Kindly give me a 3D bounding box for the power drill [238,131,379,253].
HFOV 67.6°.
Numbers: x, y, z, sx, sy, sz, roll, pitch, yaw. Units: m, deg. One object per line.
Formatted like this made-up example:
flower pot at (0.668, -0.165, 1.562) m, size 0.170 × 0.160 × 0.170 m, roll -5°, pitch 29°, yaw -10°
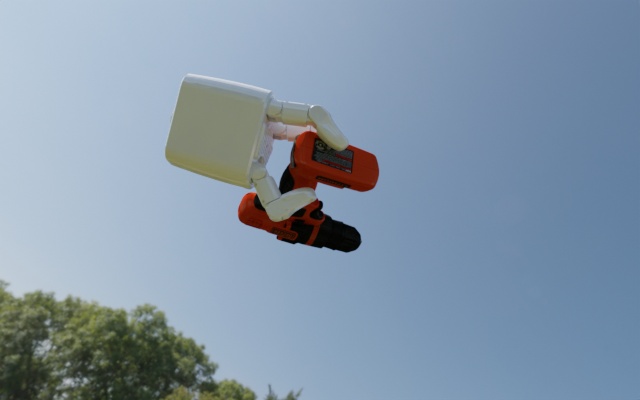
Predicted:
power drill at (0.000, 0.002, 0.623) m, size 0.184 × 0.057 × 0.188 m, roll 17°, pitch -37°, yaw -17°
